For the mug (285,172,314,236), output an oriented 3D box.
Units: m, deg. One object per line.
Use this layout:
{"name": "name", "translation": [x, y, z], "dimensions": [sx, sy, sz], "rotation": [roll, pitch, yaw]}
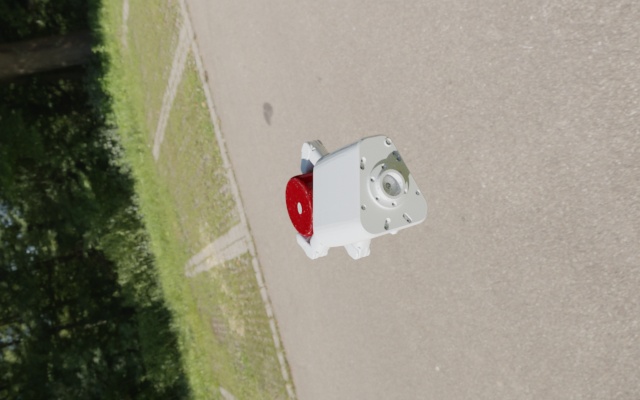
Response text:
{"name": "mug", "translation": [-0.001, 0.002, 0.648], "dimensions": [0.081, 0.093, 0.117], "rotation": [-14, -4, -27]}
